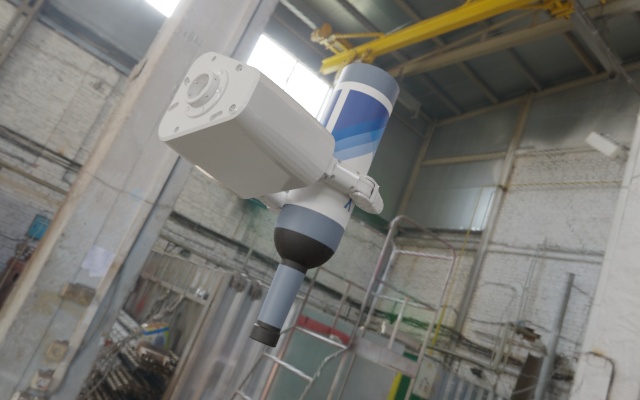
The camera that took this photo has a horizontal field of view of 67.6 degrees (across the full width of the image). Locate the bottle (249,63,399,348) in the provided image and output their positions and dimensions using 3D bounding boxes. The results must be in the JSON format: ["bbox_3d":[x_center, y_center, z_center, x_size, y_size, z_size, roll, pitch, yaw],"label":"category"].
[{"bbox_3d":[0.000,0.001,0.484,0.069,0.295,0.069,21,-15,6],"label":"bottle"}]
